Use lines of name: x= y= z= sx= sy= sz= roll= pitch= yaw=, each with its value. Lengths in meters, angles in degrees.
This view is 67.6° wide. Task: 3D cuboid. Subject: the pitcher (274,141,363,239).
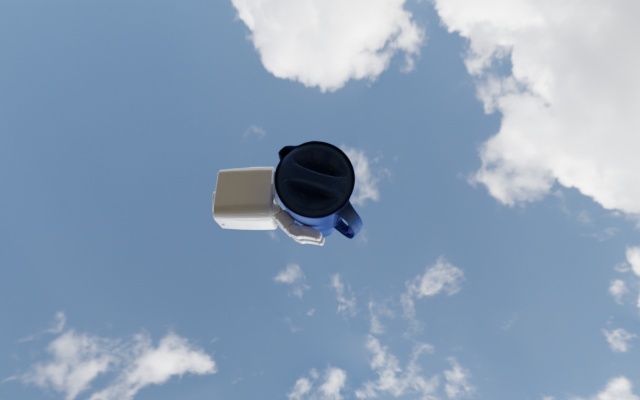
pitcher: x=0.000 y=0.003 z=0.885 sx=0.145 sy=0.149 sz=0.243 roll=-1 pitch=-16 yaw=2
